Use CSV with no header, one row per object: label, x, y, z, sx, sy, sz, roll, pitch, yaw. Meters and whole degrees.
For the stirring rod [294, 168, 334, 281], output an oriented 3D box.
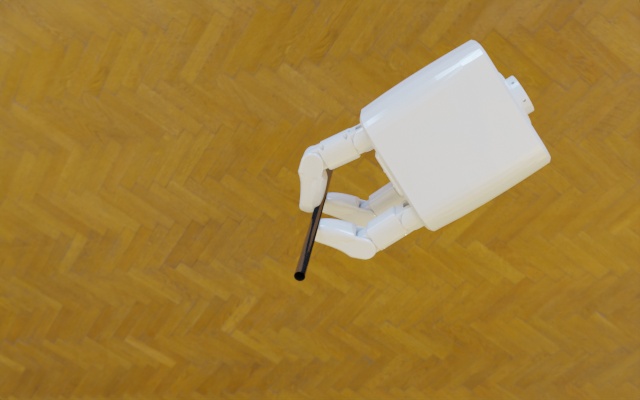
stirring rod,0.000,0.001,0.442,0.011,0.011,0.239,0,25,8
